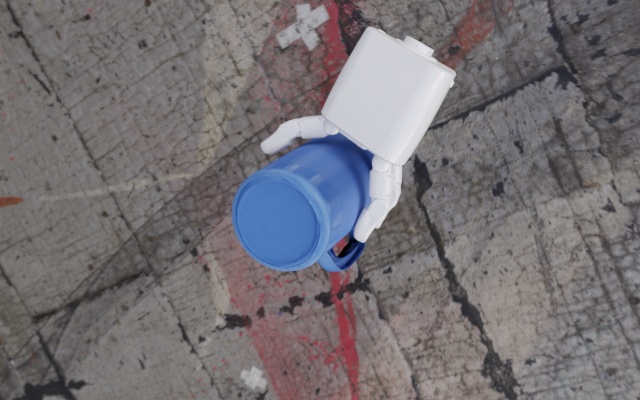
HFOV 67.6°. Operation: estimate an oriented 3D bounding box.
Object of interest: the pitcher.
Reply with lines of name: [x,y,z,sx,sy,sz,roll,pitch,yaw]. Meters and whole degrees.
pitcher: [0.000,0.002,0.575,0.149,0.145,0.242,34,23,8]
